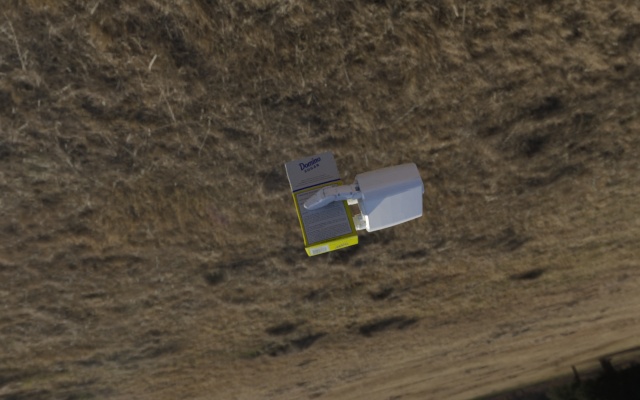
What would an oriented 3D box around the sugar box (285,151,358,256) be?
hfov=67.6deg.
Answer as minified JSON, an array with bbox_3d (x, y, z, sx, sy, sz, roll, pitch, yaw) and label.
[{"bbox_3d":[0.000,0.003,0.860,0.093,0.176,0.048,-14,-28,-1],"label":"sugar box"}]
